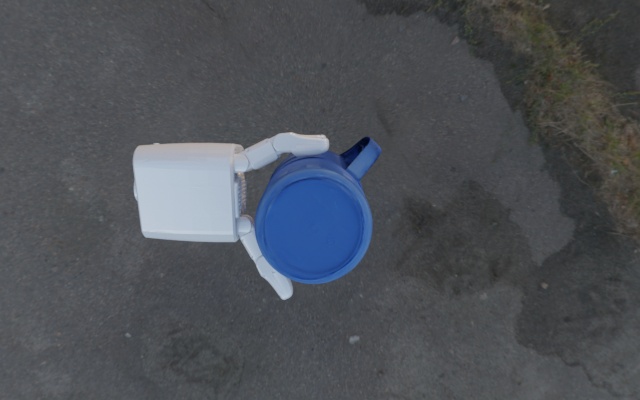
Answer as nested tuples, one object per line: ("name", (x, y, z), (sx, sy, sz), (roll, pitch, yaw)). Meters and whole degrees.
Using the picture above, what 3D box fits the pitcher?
("pitcher", (0.000, 0.002, 0.542), (0.145, 0.149, 0.243), (0, 7, -1))
